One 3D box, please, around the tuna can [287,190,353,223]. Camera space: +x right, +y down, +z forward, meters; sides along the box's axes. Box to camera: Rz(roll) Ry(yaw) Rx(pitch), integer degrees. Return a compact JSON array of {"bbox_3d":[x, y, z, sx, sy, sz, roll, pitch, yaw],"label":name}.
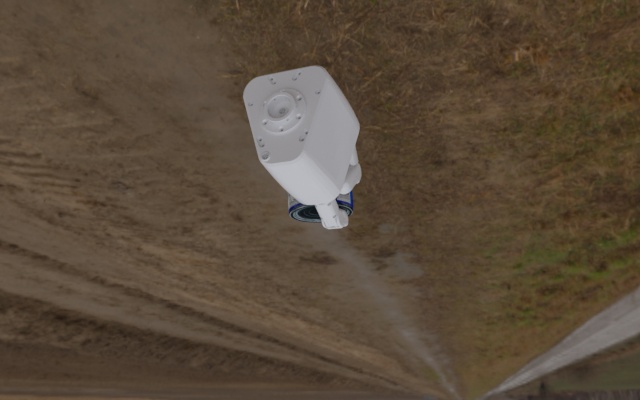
[{"bbox_3d":[0.000,0.003,0.623,0.086,0.033,0.086,-3,-18,-1],"label":"tuna can"}]
